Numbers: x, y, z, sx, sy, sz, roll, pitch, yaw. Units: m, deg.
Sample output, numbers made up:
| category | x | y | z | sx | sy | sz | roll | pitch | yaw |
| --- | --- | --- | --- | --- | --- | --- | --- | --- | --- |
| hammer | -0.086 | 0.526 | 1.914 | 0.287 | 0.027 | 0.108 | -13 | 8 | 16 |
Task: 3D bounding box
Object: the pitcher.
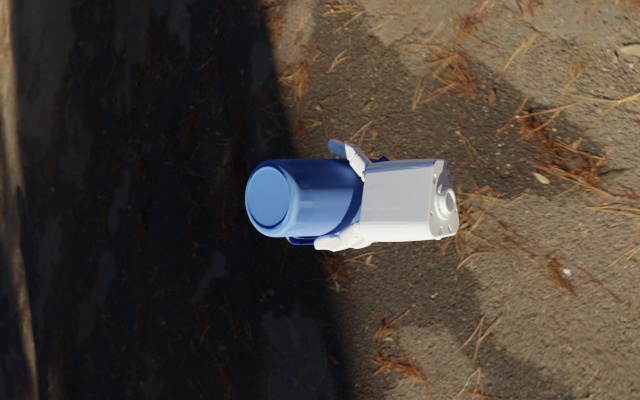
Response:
| category | x | y | z | sx | sy | sz | roll | pitch | yaw |
| --- | --- | --- | --- | --- | --- | --- | --- | --- | --- |
| pitcher | 0.000 | 0.002 | 0.750 | 0.145 | 0.149 | 0.243 | 0 | 1 | 41 |
